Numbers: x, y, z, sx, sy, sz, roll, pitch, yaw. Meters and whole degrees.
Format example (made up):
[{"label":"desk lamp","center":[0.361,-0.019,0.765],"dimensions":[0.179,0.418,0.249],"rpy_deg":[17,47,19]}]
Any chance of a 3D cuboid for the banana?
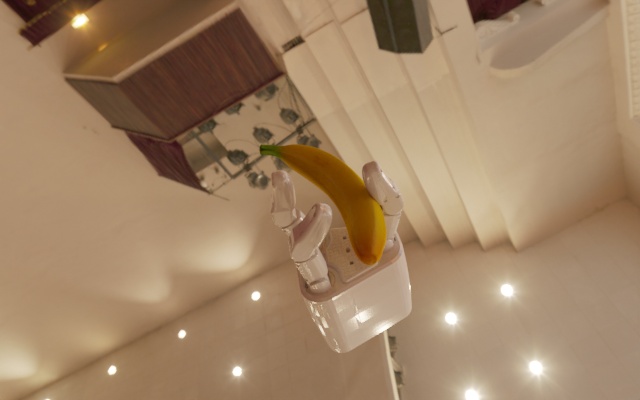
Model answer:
[{"label":"banana","center":[0.014,-0.007,0.469],"dimensions":[0.069,0.037,0.197],"rpy_deg":[-23,43,-25]}]
